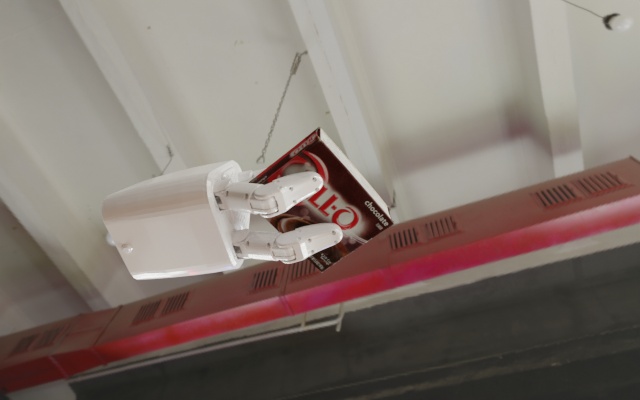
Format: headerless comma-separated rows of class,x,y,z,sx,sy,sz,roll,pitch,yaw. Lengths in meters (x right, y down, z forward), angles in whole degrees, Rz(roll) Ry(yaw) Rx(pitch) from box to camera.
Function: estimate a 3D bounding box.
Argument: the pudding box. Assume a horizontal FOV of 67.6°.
pudding box,0.000,0.001,0.450,0.090,0.113,0.039,-36,24,19
